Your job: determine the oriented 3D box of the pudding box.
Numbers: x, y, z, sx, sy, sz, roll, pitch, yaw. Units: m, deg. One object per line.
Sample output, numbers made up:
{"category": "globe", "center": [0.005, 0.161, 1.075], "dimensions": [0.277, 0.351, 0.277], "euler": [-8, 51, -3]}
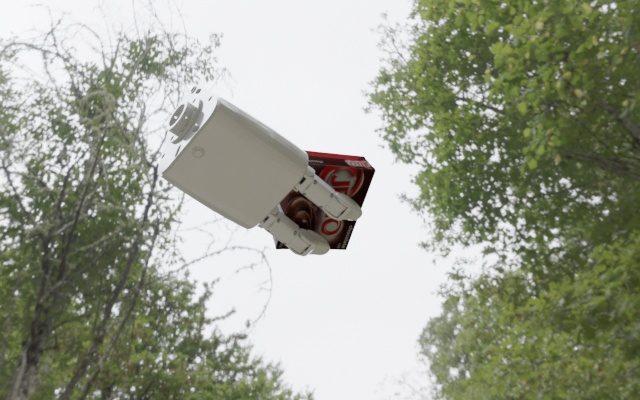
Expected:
{"category": "pudding box", "center": [0.000, 0.002, 0.531], "dimensions": [0.090, 0.113, 0.039], "euler": [3, 34, -24]}
